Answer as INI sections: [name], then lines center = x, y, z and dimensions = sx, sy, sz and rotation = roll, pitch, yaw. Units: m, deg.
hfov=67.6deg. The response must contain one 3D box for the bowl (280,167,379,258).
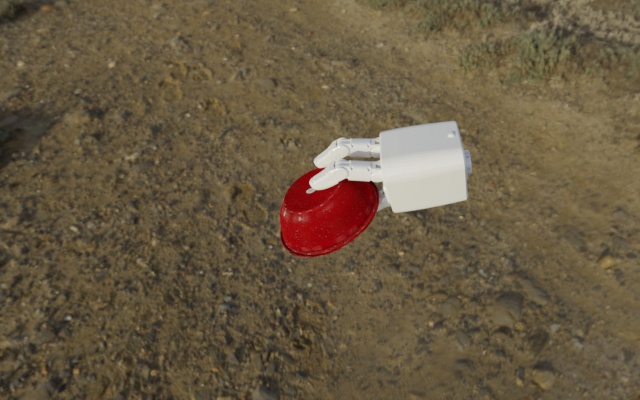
[bowl]
center = -0.001, 0.003, 0.684
dimensions = 0.162, 0.162, 0.055
rotation = 0, -43, 39
